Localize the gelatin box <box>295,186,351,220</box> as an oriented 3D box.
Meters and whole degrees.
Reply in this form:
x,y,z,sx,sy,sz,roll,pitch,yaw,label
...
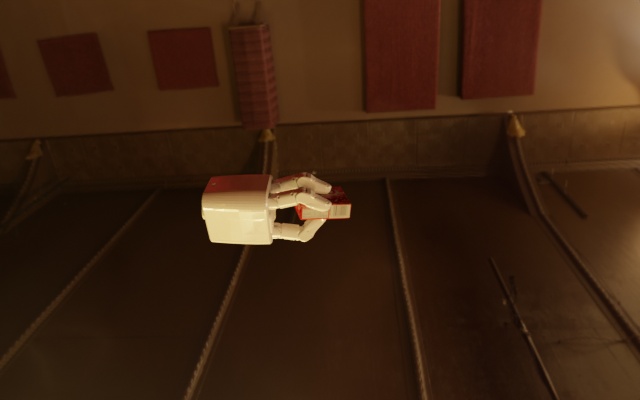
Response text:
x,y,z,sx,sy,sz,roll,pitch,yaw,label
0.000,0.003,0.821,0.089,0.030,0.073,-2,26,-14,gelatin box
